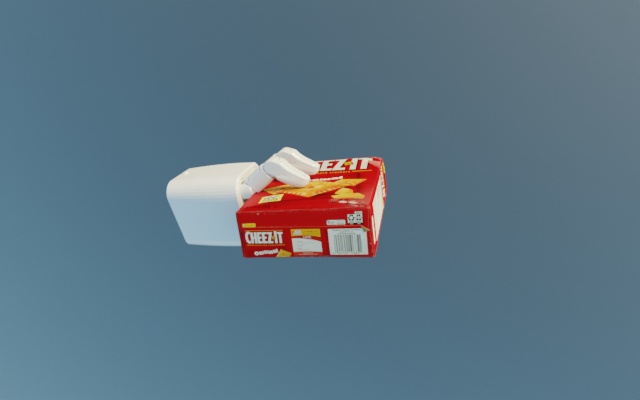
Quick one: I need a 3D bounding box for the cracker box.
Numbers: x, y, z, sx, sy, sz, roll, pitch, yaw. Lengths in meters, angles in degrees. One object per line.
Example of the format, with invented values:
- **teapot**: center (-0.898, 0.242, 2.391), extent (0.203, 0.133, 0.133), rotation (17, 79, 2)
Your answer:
- **cracker box**: center (0.000, 0.002, 0.651), extent (0.164, 0.072, 0.213), rotation (-2, 20, 12)
